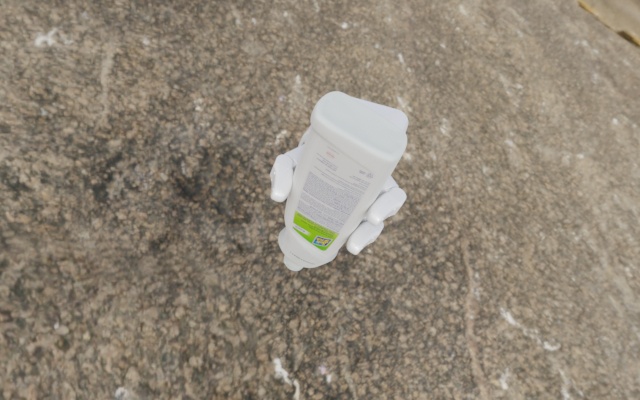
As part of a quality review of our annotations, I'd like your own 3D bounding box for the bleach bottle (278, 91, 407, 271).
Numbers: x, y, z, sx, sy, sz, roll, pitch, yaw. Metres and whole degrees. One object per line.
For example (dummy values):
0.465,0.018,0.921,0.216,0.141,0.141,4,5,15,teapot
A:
0.000,0.002,0.556,0.102,0.251,0.068,31,45,2,bleach bottle
